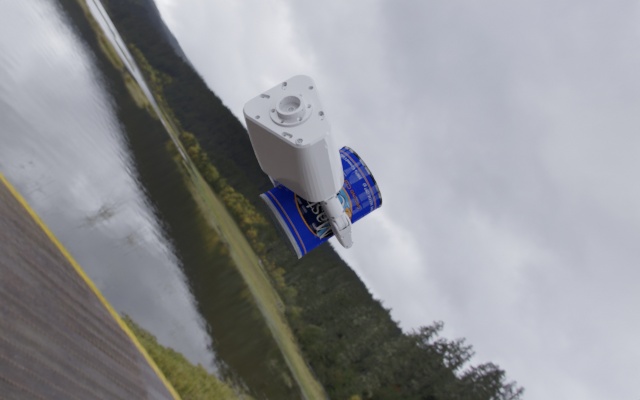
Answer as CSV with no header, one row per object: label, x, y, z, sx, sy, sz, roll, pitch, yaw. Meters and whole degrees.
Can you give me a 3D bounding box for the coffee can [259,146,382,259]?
coffee can,0.000,0.002,0.670,0.140,0.103,0.103,-31,6,-11
